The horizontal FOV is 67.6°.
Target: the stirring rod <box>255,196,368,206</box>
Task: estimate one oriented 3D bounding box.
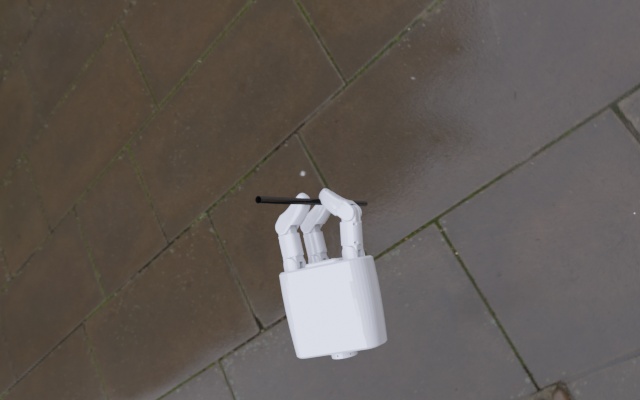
[{"bbox_3d":[0.000,0.002,0.606,0.011,0.011,0.239,0,-1,33],"label":"stirring rod"}]
